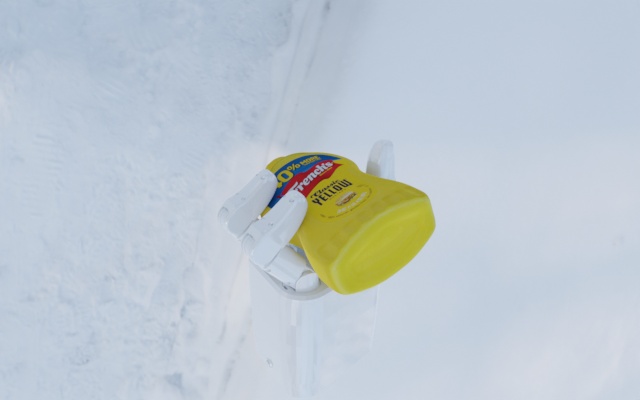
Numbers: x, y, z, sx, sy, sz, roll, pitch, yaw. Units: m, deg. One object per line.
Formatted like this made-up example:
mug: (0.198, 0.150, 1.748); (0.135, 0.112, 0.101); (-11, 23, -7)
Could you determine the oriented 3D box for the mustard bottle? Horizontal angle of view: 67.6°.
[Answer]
mustard bottle: (0.000, 0.001, 0.409); (0.096, 0.058, 0.191); (-35, 34, -16)
